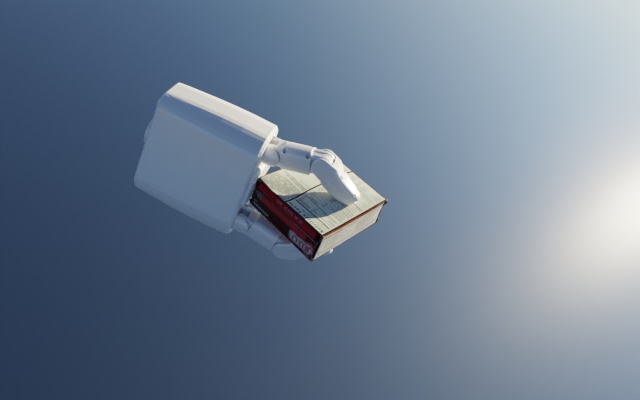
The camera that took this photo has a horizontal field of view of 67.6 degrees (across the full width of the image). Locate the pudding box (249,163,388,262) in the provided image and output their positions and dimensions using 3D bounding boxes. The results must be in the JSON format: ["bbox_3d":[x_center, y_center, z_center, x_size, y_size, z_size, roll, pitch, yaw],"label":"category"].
[{"bbox_3d":[0.000,0.001,0.480,0.090,0.039,0.113,43,42,21],"label":"pudding box"}]
